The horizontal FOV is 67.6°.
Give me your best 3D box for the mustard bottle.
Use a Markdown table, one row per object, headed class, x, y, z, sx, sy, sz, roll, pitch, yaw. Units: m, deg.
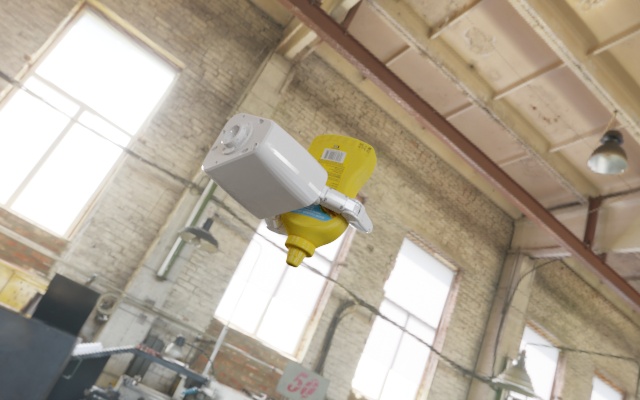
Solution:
| class | x | y | z | sx | sy | sz | roll | pitch | yaw |
| --- | --- | --- | --- | --- | --- | --- | --- | --- | --- |
| mustard bottle | 0.000 | 0.002 | 0.644 | 0.096 | 0.191 | 0.058 | 15 | -25 | 23 |
